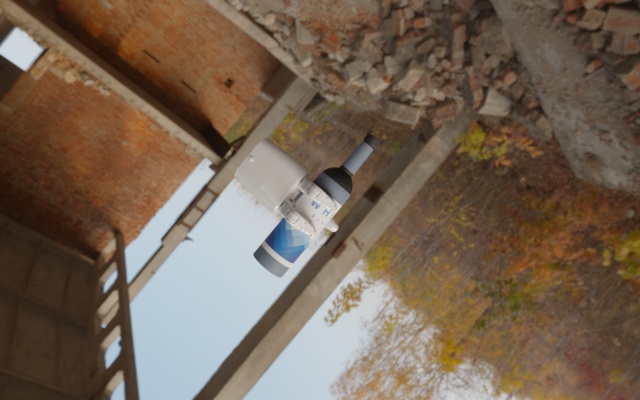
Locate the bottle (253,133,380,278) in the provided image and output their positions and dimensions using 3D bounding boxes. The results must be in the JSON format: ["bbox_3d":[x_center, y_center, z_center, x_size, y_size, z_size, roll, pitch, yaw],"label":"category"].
[{"bbox_3d":[0.000,0.003,0.843,0.069,0.296,0.069,40,1,-1],"label":"bottle"}]
